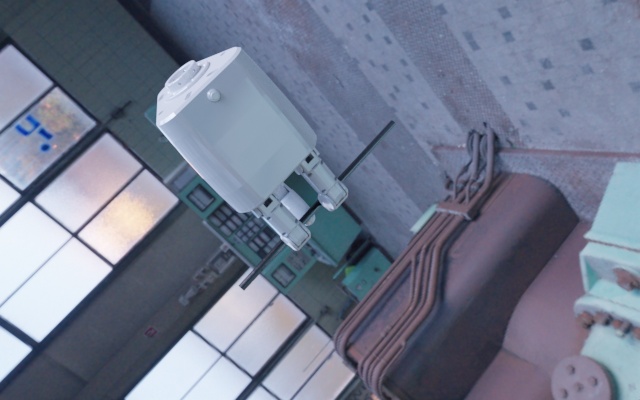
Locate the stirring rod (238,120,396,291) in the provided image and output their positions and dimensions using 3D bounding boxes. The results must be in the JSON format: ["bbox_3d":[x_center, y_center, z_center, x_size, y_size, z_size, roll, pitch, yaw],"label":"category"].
[{"bbox_3d":[0.000,0.002,0.504,0.011,0.239,0.011,41,-10,9],"label":"stirring rod"}]
